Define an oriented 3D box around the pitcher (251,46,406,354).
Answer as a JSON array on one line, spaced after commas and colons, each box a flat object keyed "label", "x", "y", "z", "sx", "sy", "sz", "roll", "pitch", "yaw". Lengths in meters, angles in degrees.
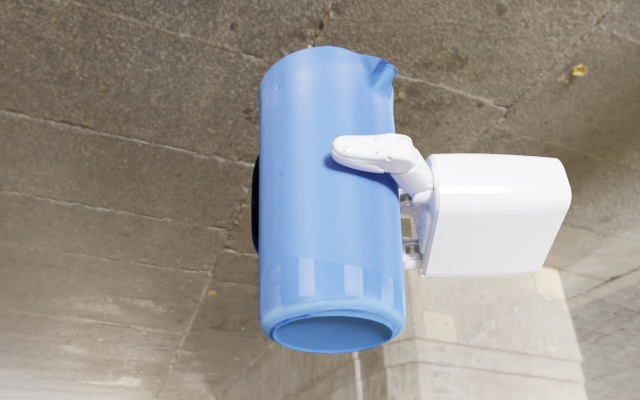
[{"label": "pitcher", "x": 0.000, "y": 0.001, "z": 0.416, "sx": 0.145, "sy": 0.242, "sz": 0.149, "roll": -1, "pitch": -33, "yaw": 0}]
